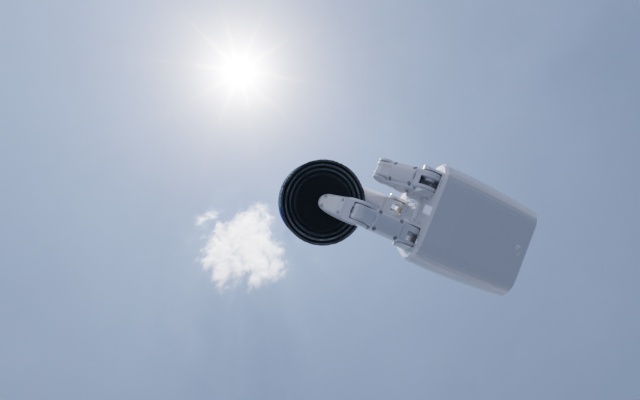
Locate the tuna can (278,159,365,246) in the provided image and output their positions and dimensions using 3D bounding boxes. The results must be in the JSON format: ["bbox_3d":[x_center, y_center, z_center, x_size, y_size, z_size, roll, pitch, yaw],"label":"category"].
[{"bbox_3d":[0.000,0.002,0.488,0.086,0.086,0.034,0,2,-11],"label":"tuna can"}]
